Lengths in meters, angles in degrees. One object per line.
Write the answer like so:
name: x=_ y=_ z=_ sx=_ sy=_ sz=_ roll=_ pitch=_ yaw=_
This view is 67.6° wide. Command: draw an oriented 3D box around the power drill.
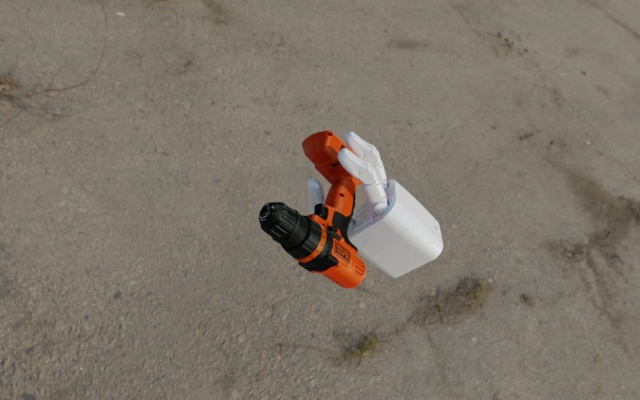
power drill: x=0.000 y=0.002 z=0.629 sx=0.057 sy=0.187 sz=0.184 roll=-16 pitch=-41 yaw=34
